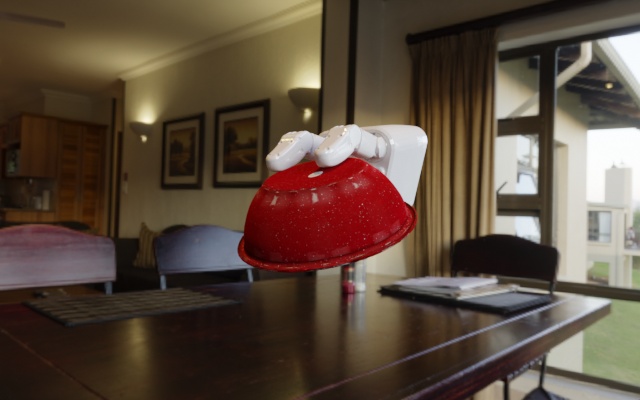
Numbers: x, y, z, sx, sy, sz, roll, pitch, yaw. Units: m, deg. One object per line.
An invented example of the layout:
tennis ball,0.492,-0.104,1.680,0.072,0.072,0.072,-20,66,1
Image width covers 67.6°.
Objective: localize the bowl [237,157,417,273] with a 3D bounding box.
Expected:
bowl,0.000,0.001,0.417,0.162,0.055,0.162,-11,18,4
